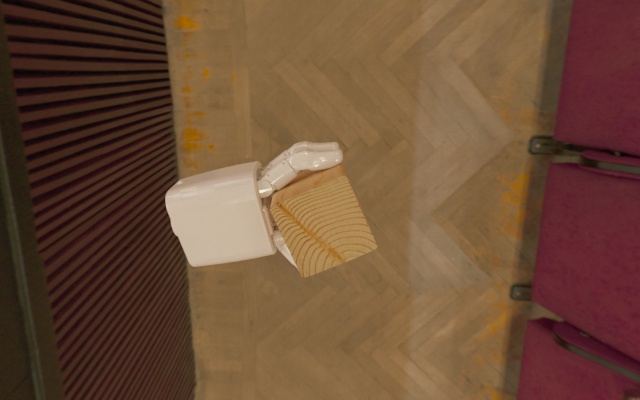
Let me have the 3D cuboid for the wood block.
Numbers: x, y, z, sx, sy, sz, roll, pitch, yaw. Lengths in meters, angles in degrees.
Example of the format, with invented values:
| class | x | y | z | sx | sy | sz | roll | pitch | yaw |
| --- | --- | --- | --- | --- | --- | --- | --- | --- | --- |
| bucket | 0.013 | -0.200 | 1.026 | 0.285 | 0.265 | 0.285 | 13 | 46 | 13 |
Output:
| class | x | y | z | sx | sy | sz | roll | pitch | yaw |
| --- | --- | --- | --- | --- | --- | --- | --- | --- | --- |
| wood block | 0.000 | 0.002 | 0.597 | 0.090 | 0.091 | 0.206 | -23 | 15 | 4 |
